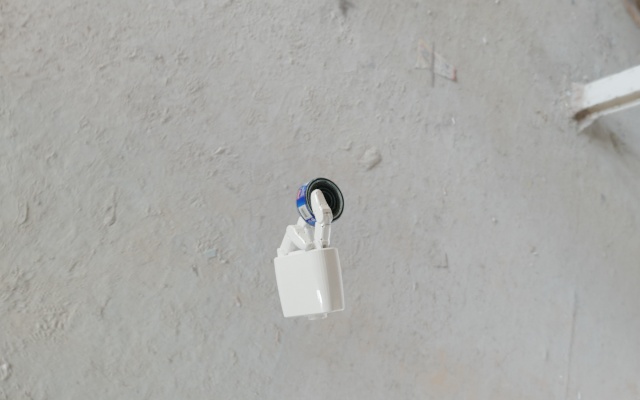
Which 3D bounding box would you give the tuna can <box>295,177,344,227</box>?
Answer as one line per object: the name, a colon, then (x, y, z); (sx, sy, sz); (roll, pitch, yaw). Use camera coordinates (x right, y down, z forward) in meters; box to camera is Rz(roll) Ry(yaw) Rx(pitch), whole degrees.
tuna can: (0.000, 0.003, 0.851); (0.086, 0.086, 0.034); (0, -16, -36)
